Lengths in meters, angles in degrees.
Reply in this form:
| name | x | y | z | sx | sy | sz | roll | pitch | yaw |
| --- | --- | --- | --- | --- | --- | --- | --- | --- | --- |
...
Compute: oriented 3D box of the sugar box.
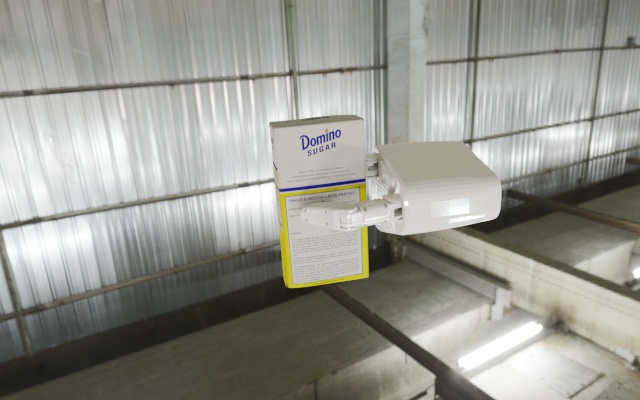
| name | x | y | z | sx | sy | sz | roll | pitch | yaw |
| --- | --- | --- | --- | --- | --- | --- | --- | --- | --- |
| sugar box | 0.000 | 0.002 | 0.504 | 0.093 | 0.176 | 0.048 | -7 | 18 | -11 |
